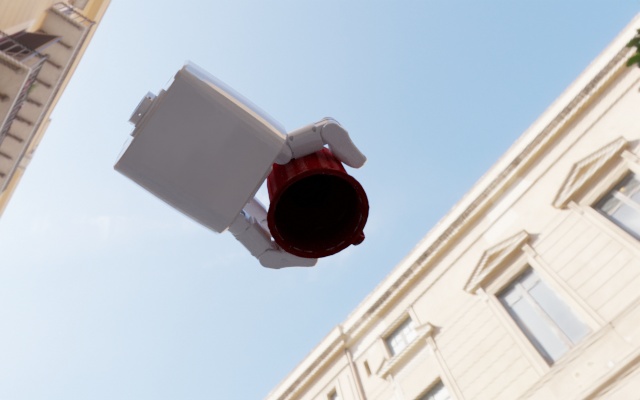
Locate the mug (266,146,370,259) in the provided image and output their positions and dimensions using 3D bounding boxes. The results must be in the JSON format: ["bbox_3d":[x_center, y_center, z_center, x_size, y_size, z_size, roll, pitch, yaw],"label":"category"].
[{"bbox_3d":[0.001,0.002,0.465,0.117,0.093,0.081,37,15,-26],"label":"mug"}]
